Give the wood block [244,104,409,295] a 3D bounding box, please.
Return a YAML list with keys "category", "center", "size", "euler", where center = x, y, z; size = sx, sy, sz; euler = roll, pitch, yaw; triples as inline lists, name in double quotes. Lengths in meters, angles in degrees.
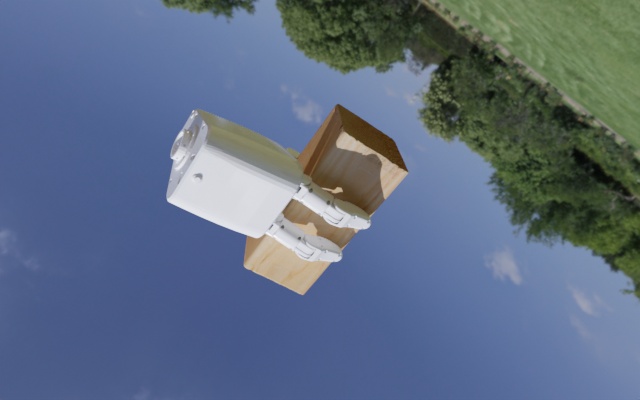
- category: "wood block"
  center: [0.000, 0.002, 0.577]
  size: [0.090, 0.206, 0.090]
  euler: [29, 26, -20]
